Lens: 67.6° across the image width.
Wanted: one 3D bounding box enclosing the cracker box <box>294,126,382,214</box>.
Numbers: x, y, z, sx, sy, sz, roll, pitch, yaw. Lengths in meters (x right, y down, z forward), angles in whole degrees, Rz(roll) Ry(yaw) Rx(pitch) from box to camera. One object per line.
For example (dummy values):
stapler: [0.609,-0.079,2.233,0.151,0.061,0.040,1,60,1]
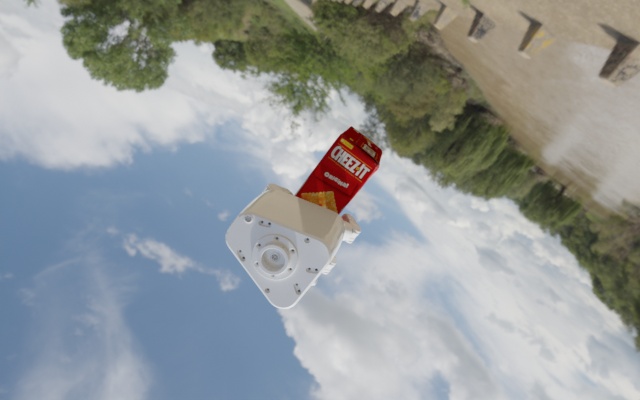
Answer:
cracker box: [0.000,0.002,0.688,0.072,0.214,0.164,37,15,-1]
